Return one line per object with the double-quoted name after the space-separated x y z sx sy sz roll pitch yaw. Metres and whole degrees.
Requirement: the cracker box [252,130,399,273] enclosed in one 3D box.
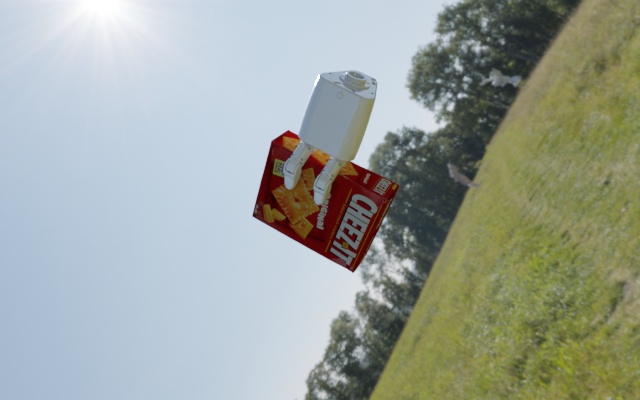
0.000 0.002 0.812 0.213 0.164 0.072 28 34 12 "cracker box"
